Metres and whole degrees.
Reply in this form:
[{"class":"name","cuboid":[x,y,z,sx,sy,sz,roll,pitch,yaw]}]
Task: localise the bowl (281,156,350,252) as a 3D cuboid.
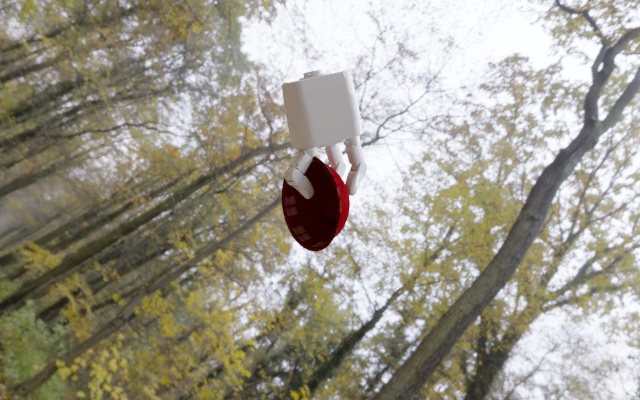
[{"class":"bowl","cuboid":[0.000,0.004,0.807,0.055,0.162,0.162,-7,4,-38]}]
